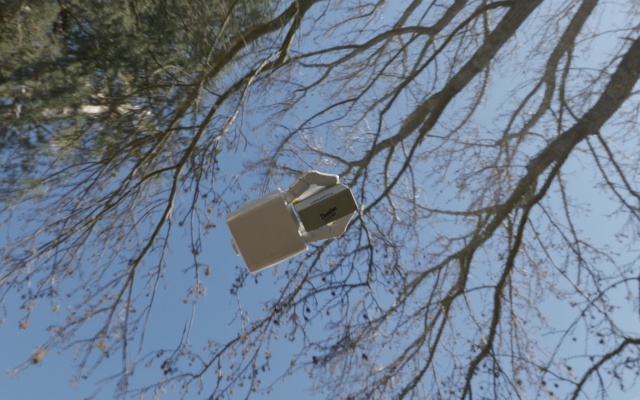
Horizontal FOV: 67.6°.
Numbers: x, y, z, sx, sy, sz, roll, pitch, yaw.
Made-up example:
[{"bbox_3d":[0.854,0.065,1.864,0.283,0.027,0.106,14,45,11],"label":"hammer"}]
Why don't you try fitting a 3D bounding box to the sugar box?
[{"bbox_3d":[0.000,0.003,0.828,0.093,0.048,0.176,-25,14,-3],"label":"sugar box"}]
